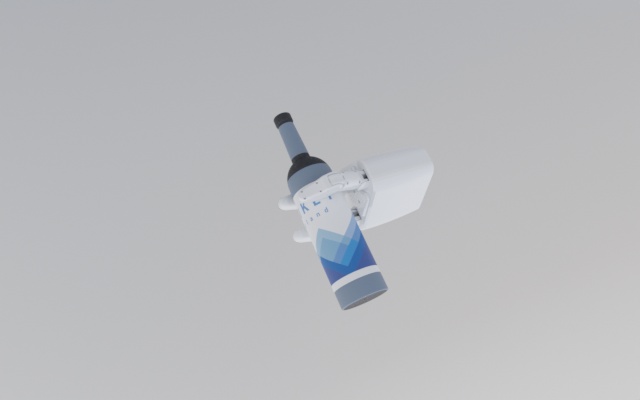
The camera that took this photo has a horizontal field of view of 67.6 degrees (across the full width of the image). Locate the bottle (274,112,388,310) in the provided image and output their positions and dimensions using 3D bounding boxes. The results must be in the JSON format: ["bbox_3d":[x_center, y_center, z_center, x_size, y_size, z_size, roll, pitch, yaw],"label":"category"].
[{"bbox_3d":[0.000,0.002,0.664,0.069,0.295,0.069,-22,-19,-8],"label":"bottle"}]
